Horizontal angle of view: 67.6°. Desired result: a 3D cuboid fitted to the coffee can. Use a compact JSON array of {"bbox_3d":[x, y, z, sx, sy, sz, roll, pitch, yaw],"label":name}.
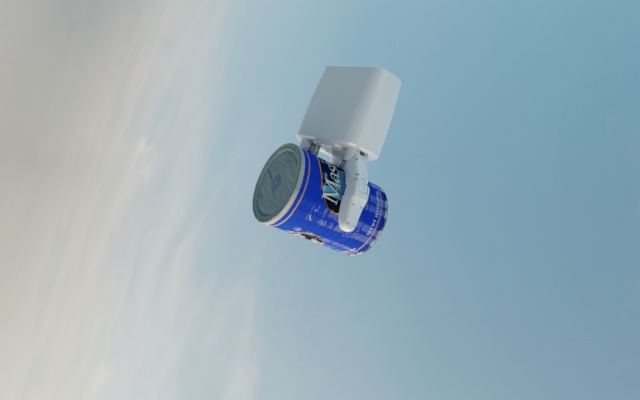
[{"bbox_3d":[0.000,0.002,0.605,0.140,0.102,0.103,24,-13,-32],"label":"coffee can"}]
